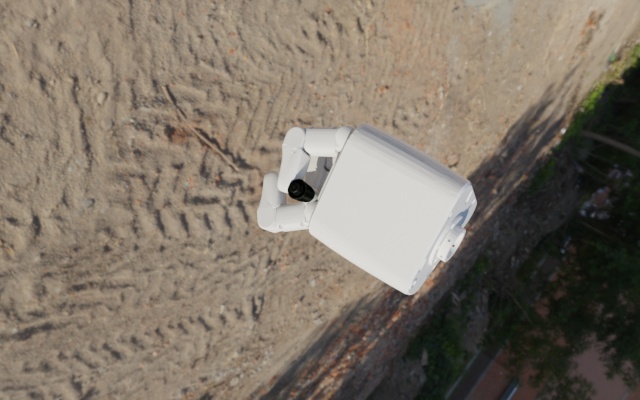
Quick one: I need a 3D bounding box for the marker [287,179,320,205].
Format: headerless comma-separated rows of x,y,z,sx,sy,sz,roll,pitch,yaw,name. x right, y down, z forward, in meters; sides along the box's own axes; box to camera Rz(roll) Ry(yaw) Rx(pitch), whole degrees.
0.000,0.002,0.467,0.020,0.020,0.121,0,-12,22,marker
